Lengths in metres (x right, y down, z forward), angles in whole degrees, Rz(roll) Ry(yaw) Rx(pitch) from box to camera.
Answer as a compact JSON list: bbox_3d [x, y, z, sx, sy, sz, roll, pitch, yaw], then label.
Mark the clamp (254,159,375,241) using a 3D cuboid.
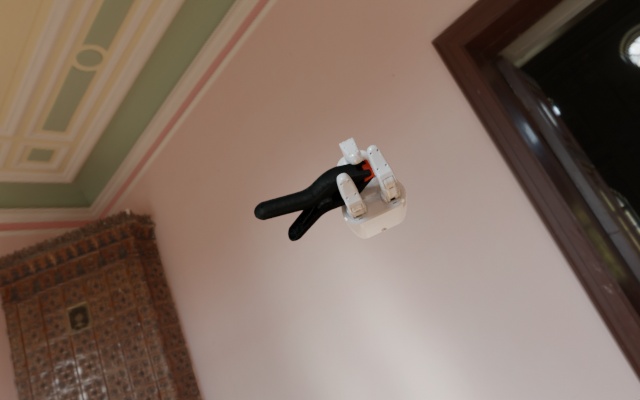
[{"bbox_3d":[0.000,0.002,0.683,0.171,0.039,0.120,-25,-23,3],"label":"clamp"}]
